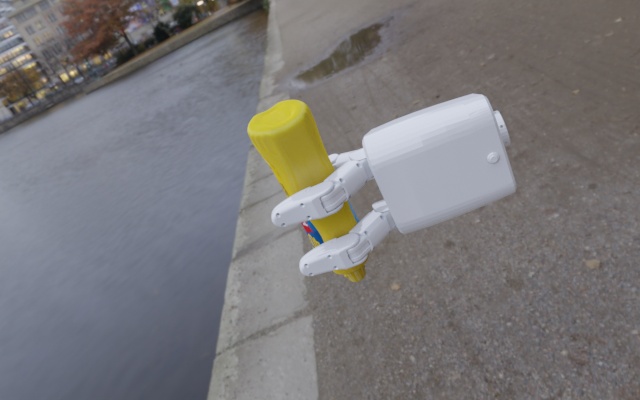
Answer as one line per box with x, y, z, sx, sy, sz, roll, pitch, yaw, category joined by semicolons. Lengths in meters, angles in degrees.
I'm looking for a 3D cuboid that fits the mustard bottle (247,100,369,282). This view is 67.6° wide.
0.000;0.001;0.458;0.058;0.192;0.096;-31;24;-7;mustard bottle
